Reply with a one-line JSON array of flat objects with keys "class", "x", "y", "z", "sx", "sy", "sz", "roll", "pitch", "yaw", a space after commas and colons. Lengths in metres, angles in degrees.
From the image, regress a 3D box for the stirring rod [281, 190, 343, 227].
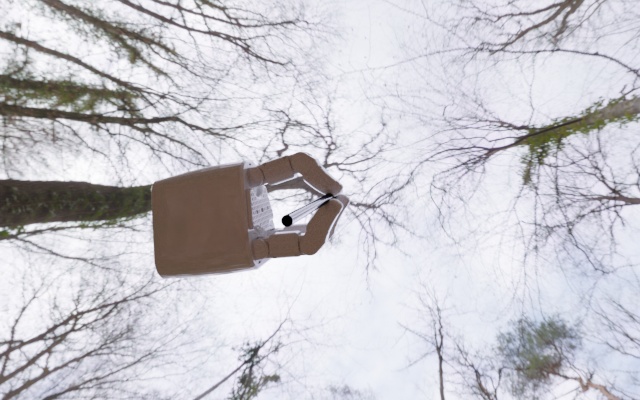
[{"class": "stirring rod", "x": 0.000, "y": 0.001, "z": 0.428, "sx": 0.011, "sy": 0.011, "sz": 0.239, "roll": 0, "pitch": 6, "yaw": 11}]
